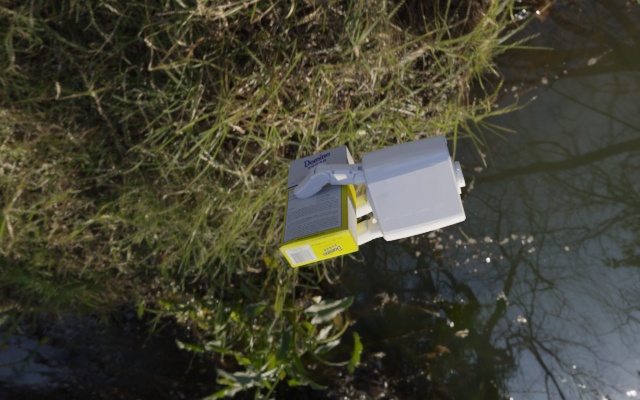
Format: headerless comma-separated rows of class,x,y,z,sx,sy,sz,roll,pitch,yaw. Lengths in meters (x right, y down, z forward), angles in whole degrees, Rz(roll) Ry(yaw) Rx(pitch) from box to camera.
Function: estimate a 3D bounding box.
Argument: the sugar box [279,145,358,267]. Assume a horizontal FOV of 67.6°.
sugar box,0.000,0.003,0.649,0.093,0.048,0.176,-16,37,16
